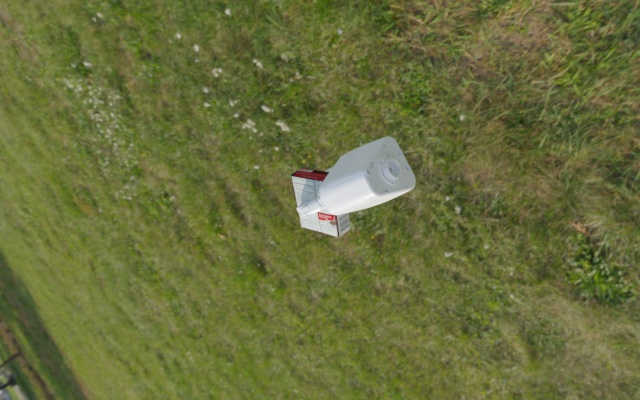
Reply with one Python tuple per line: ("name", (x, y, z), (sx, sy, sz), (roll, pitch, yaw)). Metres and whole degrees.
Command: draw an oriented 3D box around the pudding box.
("pudding box", (0.000, 0.003, 0.841), (0.090, 0.113, 0.039), (13, 33, 37))
